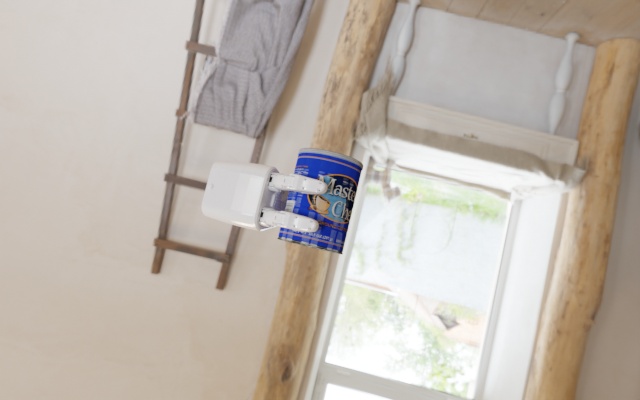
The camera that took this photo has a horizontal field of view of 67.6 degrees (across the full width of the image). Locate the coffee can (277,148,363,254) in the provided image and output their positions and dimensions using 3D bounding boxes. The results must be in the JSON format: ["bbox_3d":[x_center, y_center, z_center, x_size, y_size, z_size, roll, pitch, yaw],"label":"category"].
[{"bbox_3d":[0.000,0.002,0.727,0.103,0.140,0.103,13,-6,2],"label":"coffee can"}]
